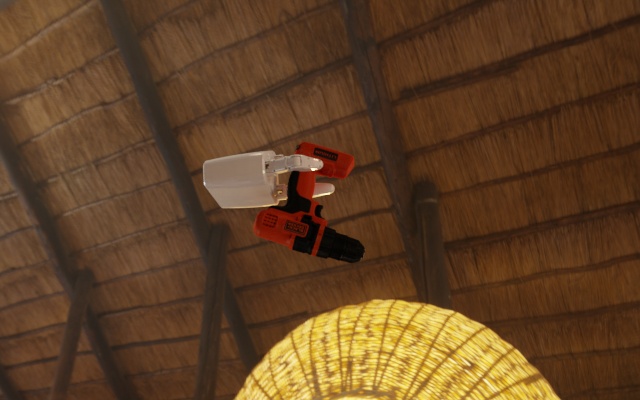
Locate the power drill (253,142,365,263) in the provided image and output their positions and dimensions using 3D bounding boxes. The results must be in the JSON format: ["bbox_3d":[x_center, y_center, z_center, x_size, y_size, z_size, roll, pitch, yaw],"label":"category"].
[{"bbox_3d":[0.000,0.002,0.799,0.184,0.187,0.057,18,-29,-1],"label":"power drill"}]
